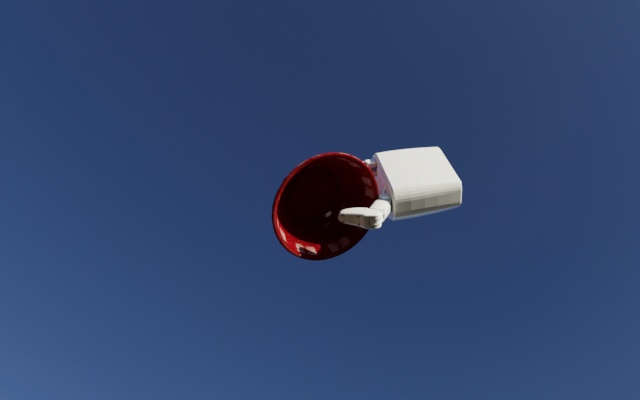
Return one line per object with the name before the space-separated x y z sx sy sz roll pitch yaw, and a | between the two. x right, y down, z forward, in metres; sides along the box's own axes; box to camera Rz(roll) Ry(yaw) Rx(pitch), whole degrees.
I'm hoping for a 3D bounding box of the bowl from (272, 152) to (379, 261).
bowl | -0.001 0.002 0.680 0.162 0.162 0.055 0 22 -25
